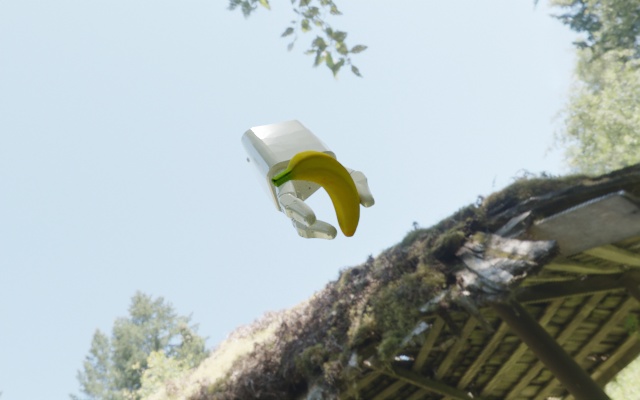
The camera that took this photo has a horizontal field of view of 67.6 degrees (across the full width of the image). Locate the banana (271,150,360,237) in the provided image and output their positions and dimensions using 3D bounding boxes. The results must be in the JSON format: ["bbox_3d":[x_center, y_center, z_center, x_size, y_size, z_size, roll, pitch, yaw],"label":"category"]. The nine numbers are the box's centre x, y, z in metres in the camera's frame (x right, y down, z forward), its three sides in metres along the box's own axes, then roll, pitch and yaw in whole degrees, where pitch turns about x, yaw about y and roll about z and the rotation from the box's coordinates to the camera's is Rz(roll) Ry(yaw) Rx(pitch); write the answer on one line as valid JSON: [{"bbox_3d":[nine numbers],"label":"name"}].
[{"bbox_3d":[0.011,-0.013,0.603,0.037,0.069,0.198,47,6,38],"label":"banana"}]
